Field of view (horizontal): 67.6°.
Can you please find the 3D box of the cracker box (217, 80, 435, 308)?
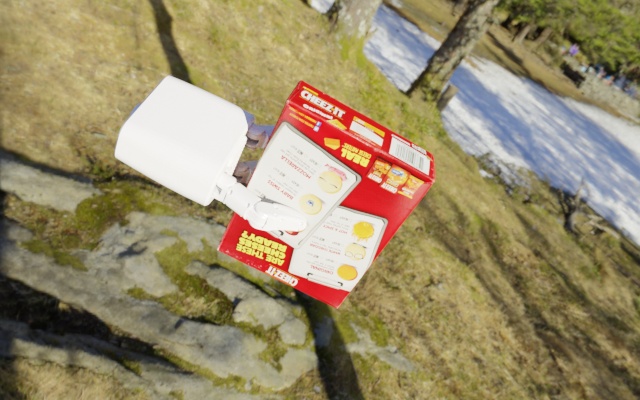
[{"bbox_3d":[0.000,0.002,0.534,0.164,0.214,0.072,27,35,-5],"label":"cracker box"}]
